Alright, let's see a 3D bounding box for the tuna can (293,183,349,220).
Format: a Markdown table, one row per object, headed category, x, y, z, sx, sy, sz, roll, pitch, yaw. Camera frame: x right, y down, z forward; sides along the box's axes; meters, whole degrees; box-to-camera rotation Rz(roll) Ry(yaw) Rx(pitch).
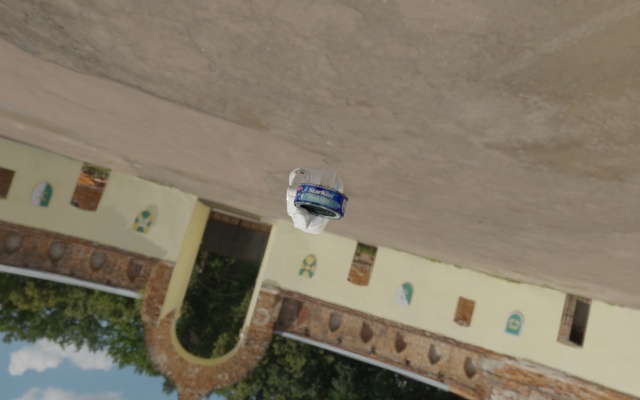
| category | x | y | z | sx | sy | sz | roll | pitch | yaw |
| --- | --- | --- | --- | --- | --- | --- | --- | --- | --- |
| tuna can | 0.000 | 0.003 | 0.775 | 0.086 | 0.033 | 0.086 | 15 | -13 | 4 |
